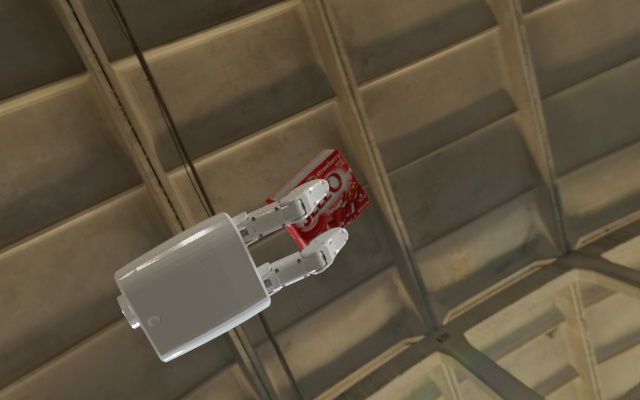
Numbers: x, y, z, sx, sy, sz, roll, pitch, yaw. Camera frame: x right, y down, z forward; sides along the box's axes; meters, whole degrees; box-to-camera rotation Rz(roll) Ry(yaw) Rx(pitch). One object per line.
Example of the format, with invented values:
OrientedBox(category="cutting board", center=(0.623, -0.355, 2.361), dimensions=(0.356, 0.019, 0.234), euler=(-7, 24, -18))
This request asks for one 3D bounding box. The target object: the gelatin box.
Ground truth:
OrientedBox(category="gelatin box", center=(0.000, 0.001, 0.490), dimensions=(0.089, 0.073, 0.030), euler=(-43, 25, -19))
